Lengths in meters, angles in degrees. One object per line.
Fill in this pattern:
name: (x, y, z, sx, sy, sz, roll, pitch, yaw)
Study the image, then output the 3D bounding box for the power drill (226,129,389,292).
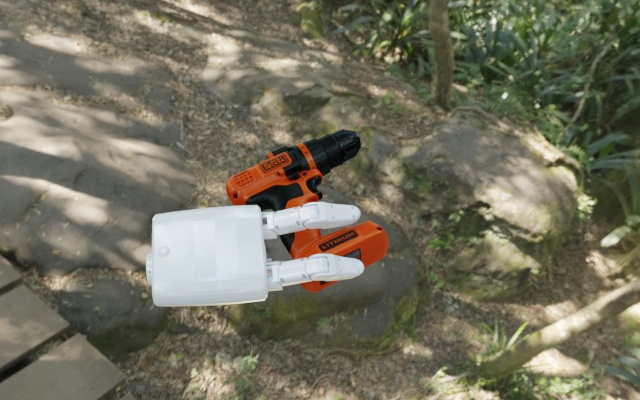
power drill: (0.000, 0.002, 0.562, 0.184, 0.057, 0.187, -27, 50, -11)
